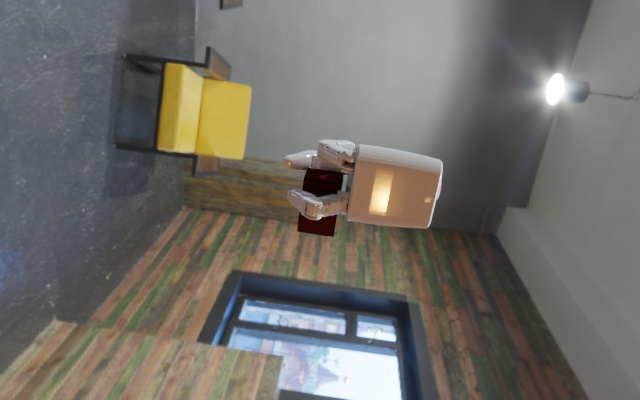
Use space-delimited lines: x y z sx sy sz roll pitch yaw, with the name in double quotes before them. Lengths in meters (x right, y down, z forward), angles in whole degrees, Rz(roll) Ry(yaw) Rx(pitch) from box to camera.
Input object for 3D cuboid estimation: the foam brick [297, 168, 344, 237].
"foam brick" 0.000 0.002 0.644 0.051 0.078 0.053 9 22 1
